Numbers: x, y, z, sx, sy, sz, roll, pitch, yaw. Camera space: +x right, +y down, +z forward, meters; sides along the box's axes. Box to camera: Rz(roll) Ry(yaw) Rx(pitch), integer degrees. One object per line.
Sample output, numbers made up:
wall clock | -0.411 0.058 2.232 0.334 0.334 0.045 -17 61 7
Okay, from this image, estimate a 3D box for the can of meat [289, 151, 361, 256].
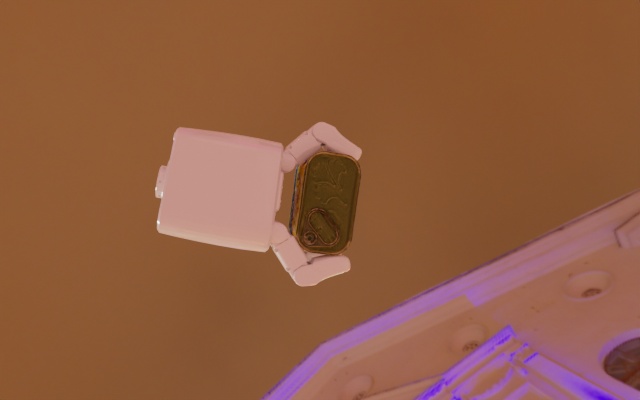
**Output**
can of meat | 0.000 0.002 0.511 0.057 0.102 0.084 8 0 -12
